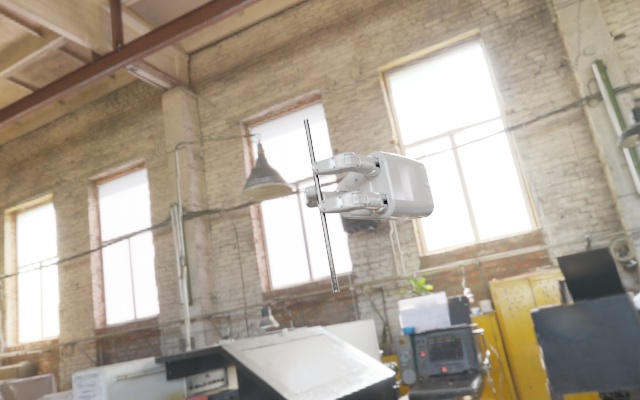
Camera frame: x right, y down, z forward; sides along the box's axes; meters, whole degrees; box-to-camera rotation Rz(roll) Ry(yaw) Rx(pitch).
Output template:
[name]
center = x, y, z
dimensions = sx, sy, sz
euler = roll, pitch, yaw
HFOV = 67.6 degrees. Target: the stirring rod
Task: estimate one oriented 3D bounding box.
[stirring rod]
center = 0.000, 0.002, 0.639
dimensions = 0.011, 0.239, 0.011
euler = -9, -14, -2
